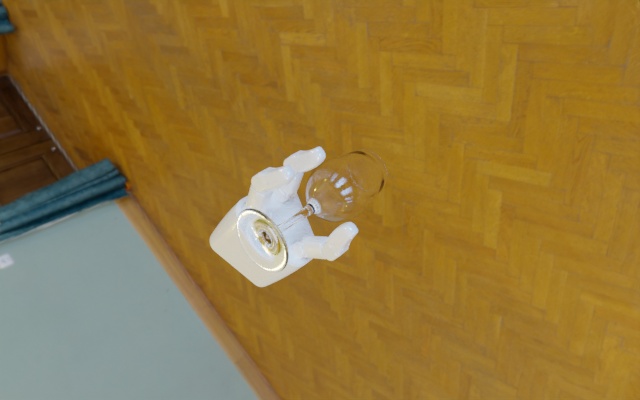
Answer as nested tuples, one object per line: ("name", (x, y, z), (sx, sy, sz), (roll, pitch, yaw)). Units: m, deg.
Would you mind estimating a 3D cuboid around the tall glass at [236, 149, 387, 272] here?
("tall glass", (0.000, 0.002, 0.560), (0.079, 0.079, 0.201), (0, 24, 43))
